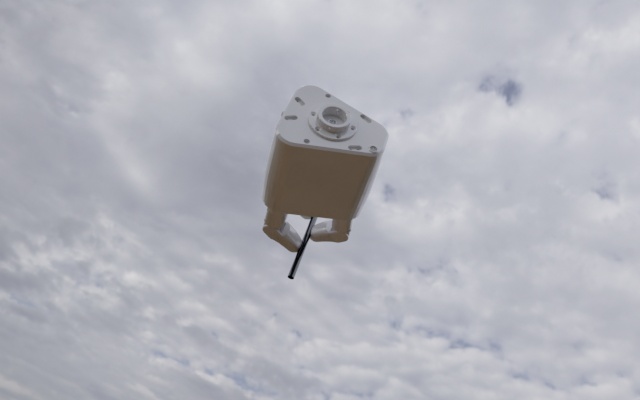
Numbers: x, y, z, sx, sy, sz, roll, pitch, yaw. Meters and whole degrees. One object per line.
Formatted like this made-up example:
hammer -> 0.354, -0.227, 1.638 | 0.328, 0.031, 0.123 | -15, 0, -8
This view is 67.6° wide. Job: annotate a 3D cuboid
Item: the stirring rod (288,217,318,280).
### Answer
stirring rod -> 0.000, 0.002, 0.630 | 0.011, 0.239, 0.011 | 13, -39, 11
